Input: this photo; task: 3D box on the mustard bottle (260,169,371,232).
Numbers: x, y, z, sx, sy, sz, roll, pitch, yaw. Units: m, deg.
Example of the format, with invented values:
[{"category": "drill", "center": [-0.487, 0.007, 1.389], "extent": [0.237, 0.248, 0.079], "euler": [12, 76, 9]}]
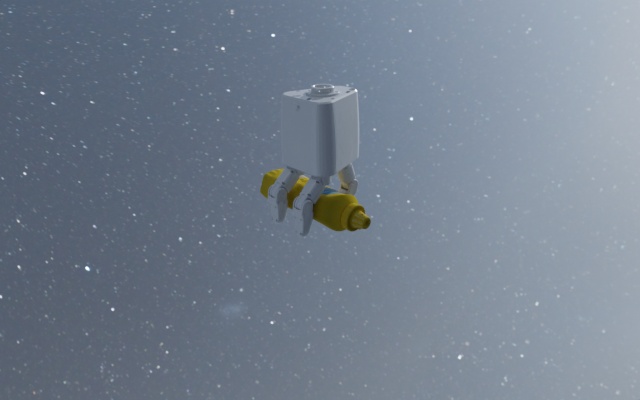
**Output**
[{"category": "mustard bottle", "center": [0.000, 0.003, 0.737], "extent": [0.191, 0.058, 0.096], "euler": [24, 11, 41]}]
